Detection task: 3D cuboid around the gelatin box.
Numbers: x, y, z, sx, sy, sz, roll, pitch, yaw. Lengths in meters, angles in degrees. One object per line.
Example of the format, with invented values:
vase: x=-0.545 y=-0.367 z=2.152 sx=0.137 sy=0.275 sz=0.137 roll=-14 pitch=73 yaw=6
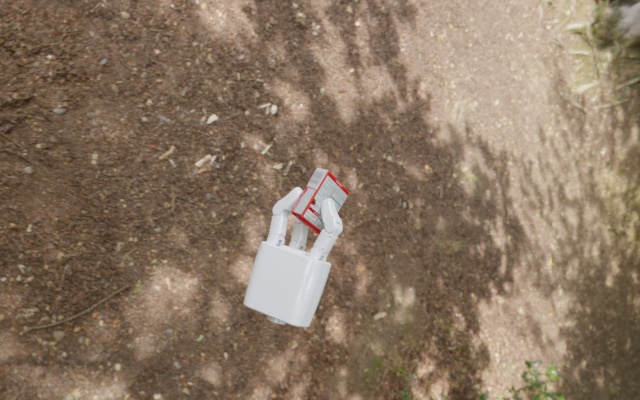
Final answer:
gelatin box: x=0.001 y=0.002 z=0.774 sx=0.030 sy=0.089 sz=0.073 roll=21 pitch=-15 yaw=42
